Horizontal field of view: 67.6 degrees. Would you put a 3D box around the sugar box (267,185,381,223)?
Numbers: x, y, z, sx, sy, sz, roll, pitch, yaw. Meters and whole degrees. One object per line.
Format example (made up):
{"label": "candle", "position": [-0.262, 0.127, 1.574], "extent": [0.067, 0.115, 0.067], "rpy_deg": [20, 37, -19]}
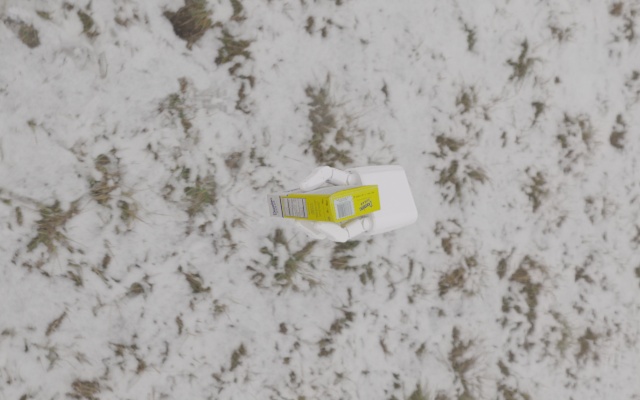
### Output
{"label": "sugar box", "position": [0.000, 0.003, 0.752], "extent": [0.093, 0.048, 0.176], "rpy_deg": [-13, 6, -35]}
